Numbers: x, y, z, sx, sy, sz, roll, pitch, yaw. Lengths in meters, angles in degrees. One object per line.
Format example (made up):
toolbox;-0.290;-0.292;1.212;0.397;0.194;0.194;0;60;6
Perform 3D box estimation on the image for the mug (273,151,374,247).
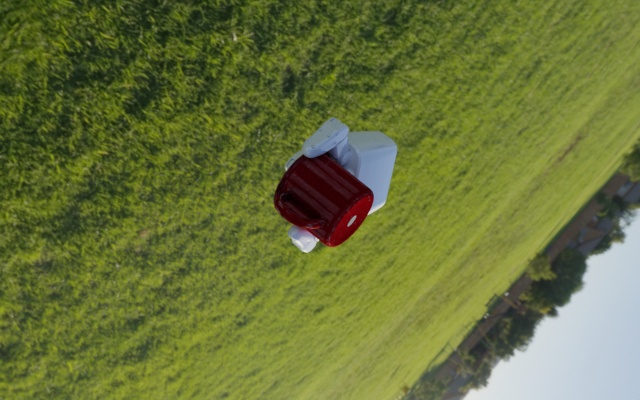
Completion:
mug;-0.001;0.002;0.539;0.081;0.093;0.117;39;31;22
